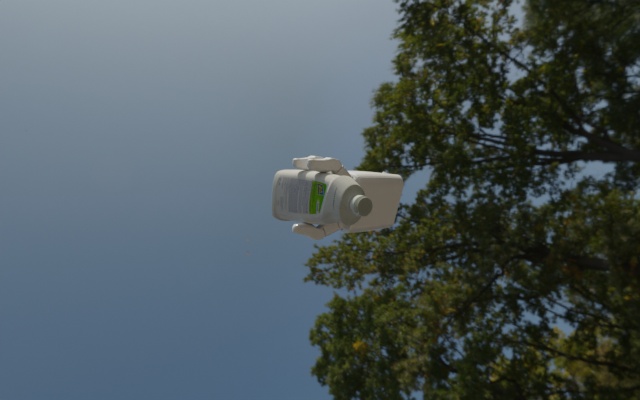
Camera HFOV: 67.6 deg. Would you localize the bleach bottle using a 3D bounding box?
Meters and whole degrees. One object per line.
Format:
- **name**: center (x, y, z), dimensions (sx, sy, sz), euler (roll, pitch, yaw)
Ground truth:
- **bleach bottle**: center (0.000, 0.003, 0.815), dimensions (0.068, 0.102, 0.251), euler (-1, 8, -32)
